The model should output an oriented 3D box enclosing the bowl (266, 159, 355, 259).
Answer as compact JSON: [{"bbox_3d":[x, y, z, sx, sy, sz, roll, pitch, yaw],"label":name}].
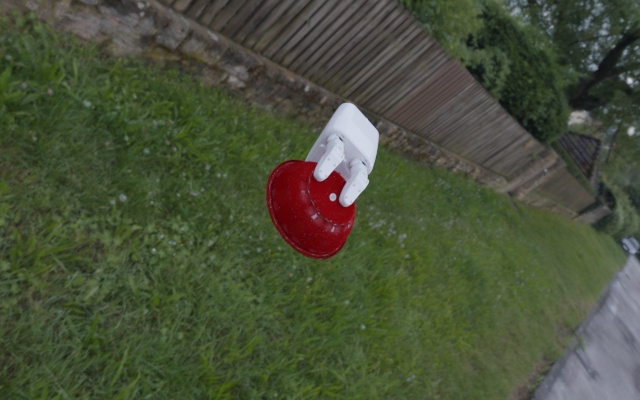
[{"bbox_3d":[0.000,0.003,0.707,0.162,0.162,0.055,0,-21,-44],"label":"bowl"}]
